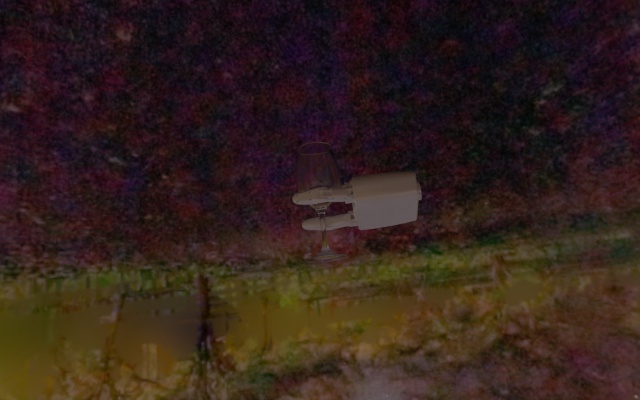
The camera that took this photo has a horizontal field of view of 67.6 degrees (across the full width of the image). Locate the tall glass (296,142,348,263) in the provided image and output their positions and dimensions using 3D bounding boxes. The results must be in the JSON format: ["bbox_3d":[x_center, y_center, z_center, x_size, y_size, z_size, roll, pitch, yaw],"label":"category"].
[{"bbox_3d":[0.000,0.003,0.828,0.079,0.201,0.079,-6,-14,-2],"label":"tall glass"}]
